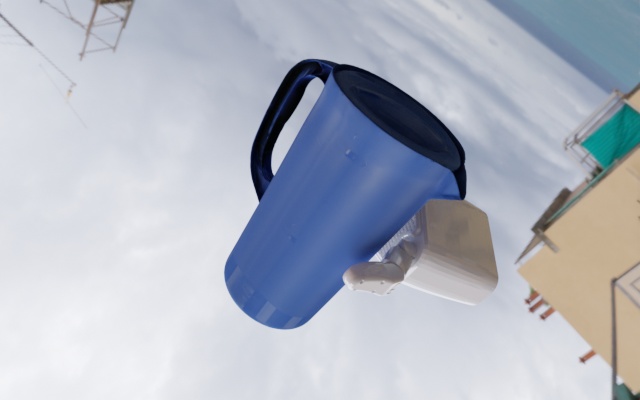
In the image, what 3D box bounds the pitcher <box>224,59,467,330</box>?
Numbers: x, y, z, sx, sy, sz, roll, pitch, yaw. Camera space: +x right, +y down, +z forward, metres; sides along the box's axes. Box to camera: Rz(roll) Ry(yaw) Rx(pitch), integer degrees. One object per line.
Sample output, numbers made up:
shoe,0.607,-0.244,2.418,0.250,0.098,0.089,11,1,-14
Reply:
pitcher,0.000,0.002,0.446,0.145,0.243,0.149,22,32,-25
